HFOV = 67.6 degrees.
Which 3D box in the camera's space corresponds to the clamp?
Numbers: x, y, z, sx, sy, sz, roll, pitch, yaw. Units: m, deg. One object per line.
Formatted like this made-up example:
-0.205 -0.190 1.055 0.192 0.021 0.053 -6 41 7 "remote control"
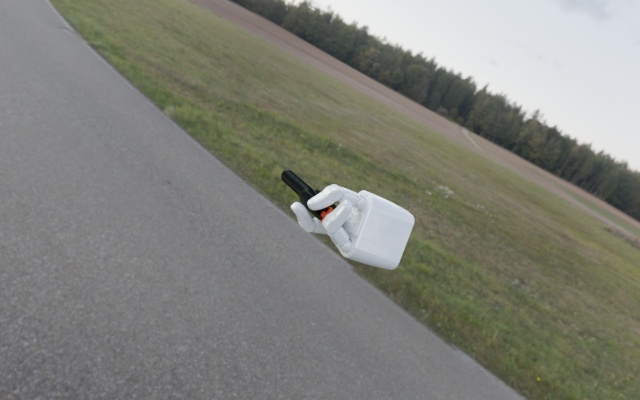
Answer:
0.000 0.002 0.863 0.120 0.039 0.171 21 17 -29 "clamp"
